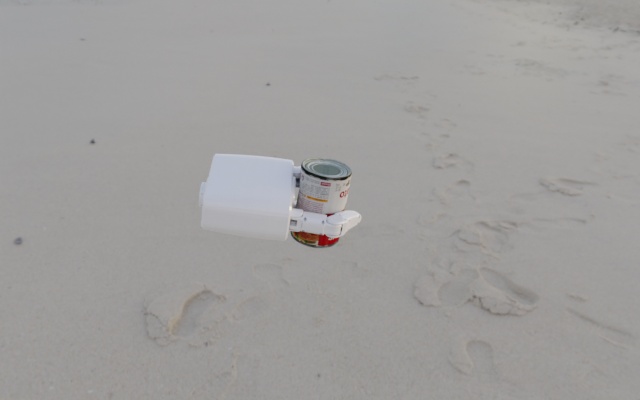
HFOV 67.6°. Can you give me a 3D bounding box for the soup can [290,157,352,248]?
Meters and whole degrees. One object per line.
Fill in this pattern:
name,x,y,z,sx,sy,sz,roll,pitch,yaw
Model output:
soup can,0.001,0.002,0.630,0.068,0.102,0.068,8,26,-4
